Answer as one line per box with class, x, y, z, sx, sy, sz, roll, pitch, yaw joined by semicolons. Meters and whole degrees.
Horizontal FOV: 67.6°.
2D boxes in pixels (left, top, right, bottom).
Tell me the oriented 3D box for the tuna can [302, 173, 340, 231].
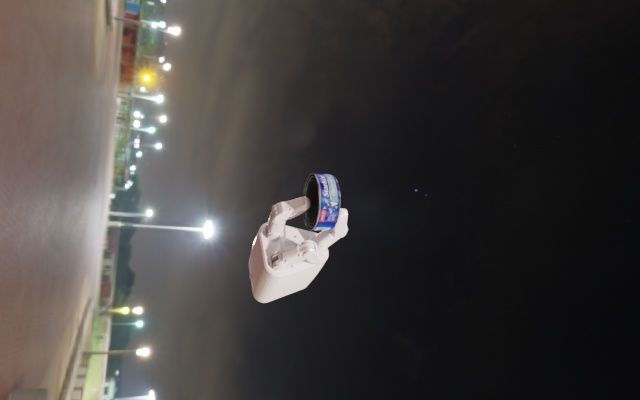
tuna can;0.001;0.002;0.714;0.034;0.086;0.086;2;-1;-18
